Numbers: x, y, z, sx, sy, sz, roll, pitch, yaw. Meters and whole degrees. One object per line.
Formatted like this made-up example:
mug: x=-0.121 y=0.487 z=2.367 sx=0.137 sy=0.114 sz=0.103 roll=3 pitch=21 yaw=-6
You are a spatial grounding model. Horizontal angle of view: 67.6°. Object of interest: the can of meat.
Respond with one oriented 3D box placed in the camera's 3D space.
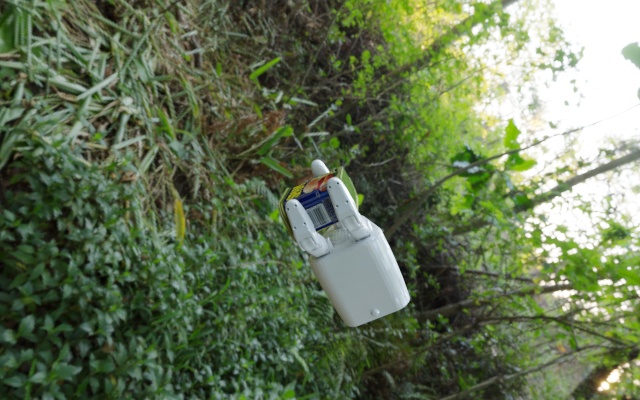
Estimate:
can of meat: x=0.000 y=0.002 z=0.606 sx=0.084 sy=0.057 sz=0.102 roll=-24 pitch=12 yaw=11
